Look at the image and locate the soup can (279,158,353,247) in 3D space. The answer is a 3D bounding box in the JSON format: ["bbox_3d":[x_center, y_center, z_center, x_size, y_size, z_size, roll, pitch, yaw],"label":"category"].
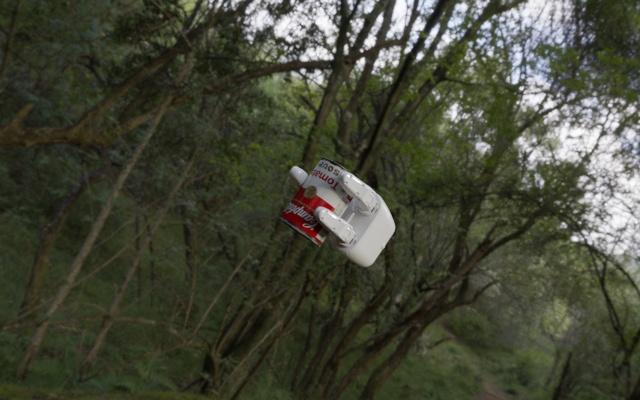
[{"bbox_3d":[0.000,0.002,0.646,0.068,0.102,0.068,35,-6,4],"label":"soup can"}]
